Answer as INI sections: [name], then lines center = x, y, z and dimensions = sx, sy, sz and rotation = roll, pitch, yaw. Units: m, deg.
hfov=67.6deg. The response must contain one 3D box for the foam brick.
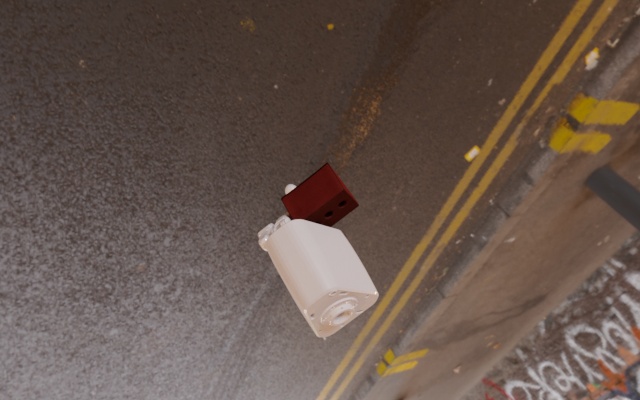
[foam brick]
center = 0.000, 0.002, 0.616
dimensions = 0.078, 0.051, 0.053
rotation = -38, -37, 6
